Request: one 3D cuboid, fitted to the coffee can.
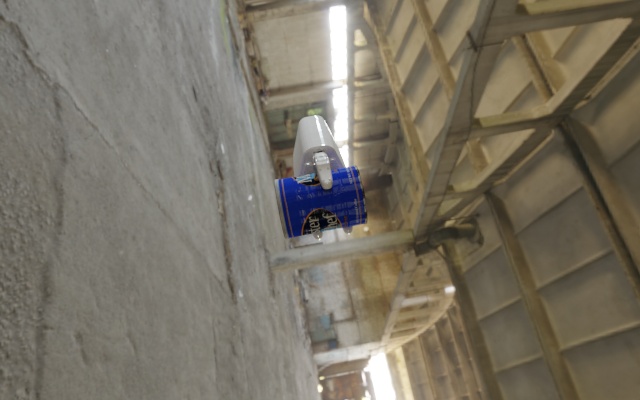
[{"bbox_3d":[0.000,0.003,0.808,0.140,0.103,0.103,-11,0,-2],"label":"coffee can"}]
